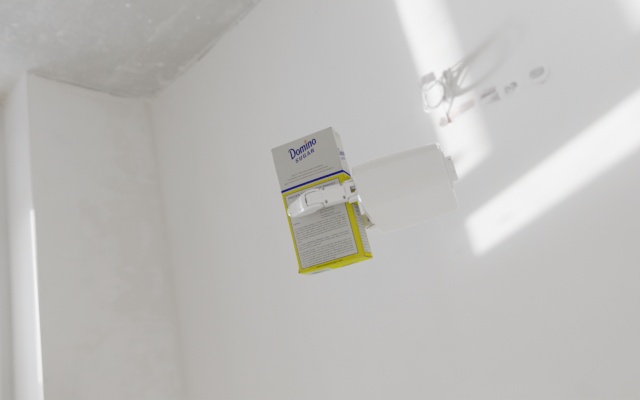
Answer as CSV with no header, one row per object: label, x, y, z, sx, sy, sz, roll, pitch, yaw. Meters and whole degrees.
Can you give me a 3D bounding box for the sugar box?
sugar box,0.000,0.002,0.630,0.093,0.176,0.048,-18,-16,18
